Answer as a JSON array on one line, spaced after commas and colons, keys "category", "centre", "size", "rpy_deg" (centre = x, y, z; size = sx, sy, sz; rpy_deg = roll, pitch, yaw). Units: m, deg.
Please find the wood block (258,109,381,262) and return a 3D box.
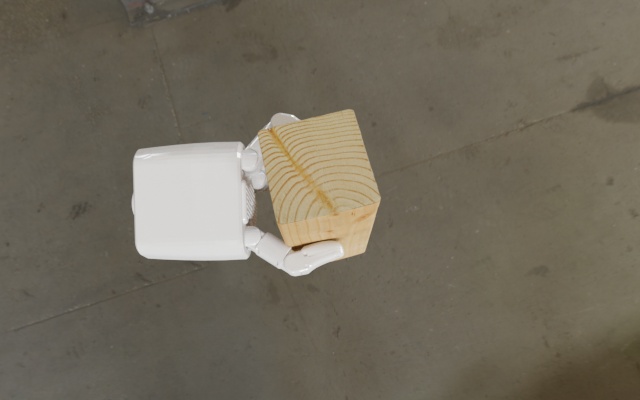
[{"category": "wood block", "centre": [0.000, 0.002, 0.501], "size": [0.090, 0.090, 0.206], "rpy_deg": [-13, -18, -3]}]
